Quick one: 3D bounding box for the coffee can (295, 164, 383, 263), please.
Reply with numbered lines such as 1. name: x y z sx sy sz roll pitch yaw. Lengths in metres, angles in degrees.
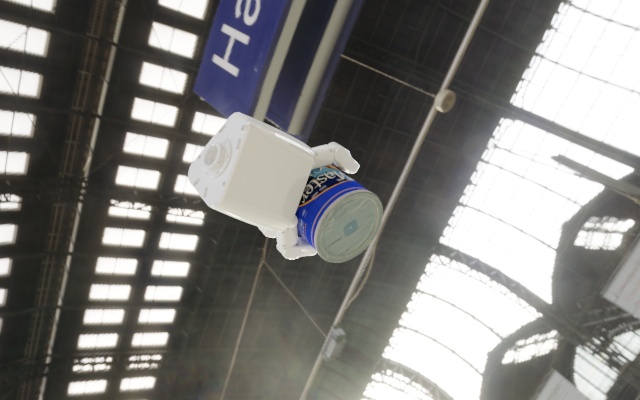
1. coffee can: 0.000 0.002 0.638 0.103 0.103 0.140 0 28 -39
